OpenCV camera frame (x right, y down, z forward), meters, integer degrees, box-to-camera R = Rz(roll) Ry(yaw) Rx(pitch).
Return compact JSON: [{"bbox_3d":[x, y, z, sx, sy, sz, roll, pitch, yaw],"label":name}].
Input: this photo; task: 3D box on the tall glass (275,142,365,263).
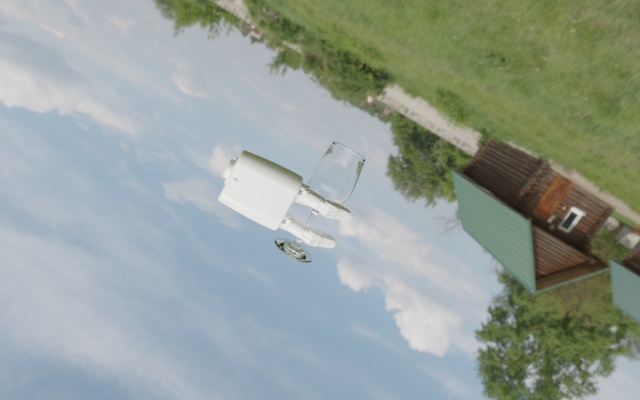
[{"bbox_3d":[0.000,0.003,0.806,0.079,0.201,0.079,28,14,-8],"label":"tall glass"}]
